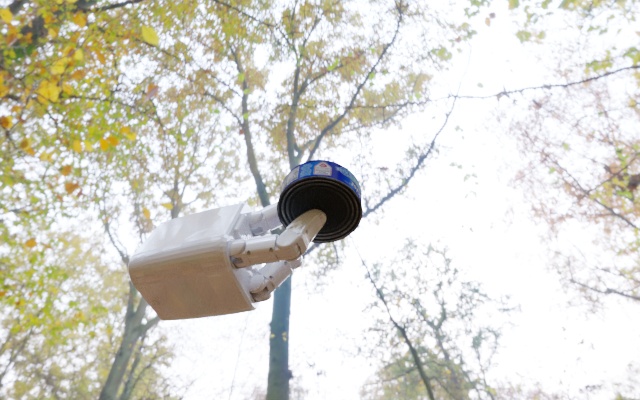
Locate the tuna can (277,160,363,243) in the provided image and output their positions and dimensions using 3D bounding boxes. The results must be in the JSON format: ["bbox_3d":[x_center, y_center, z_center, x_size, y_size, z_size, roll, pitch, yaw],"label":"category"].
[{"bbox_3d":[0.000,0.001,0.487,0.086,0.086,0.033,0,38,5],"label":"tuna can"}]
